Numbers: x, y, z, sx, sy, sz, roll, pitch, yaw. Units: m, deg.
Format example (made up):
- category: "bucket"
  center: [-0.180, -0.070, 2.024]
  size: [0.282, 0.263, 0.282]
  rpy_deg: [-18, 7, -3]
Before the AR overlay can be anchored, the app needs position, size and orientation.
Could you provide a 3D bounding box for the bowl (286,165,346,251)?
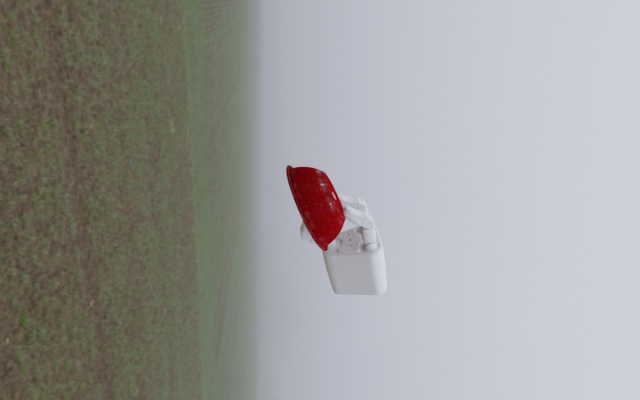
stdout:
- category: "bowl"
  center: [0.000, 0.002, 0.818]
  size: [0.055, 0.162, 0.162]
  rpy_deg: [-24, -4, 8]
